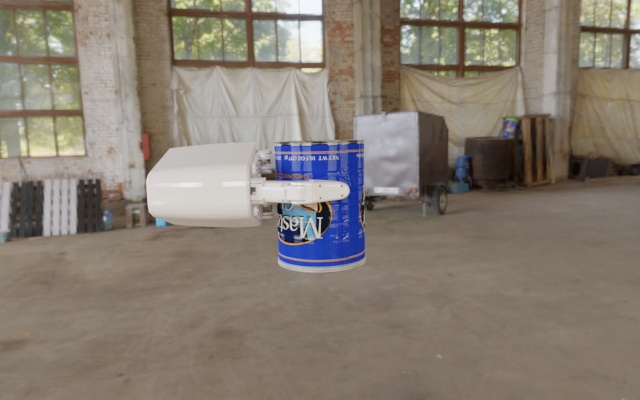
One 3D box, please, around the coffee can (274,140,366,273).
[{"bbox_3d":[0.000,0.002,0.549,0.103,0.140,0.103,-1,8,0],"label":"coffee can"}]
